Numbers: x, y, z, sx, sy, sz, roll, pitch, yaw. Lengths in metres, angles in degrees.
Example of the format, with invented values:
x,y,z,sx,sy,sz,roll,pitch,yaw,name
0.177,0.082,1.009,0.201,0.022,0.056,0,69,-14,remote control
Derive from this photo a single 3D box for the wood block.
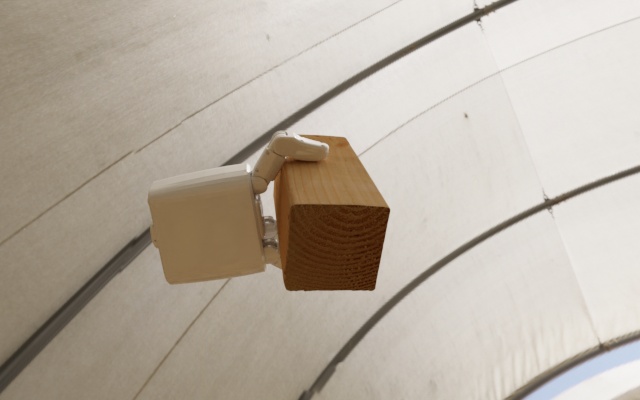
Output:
x,y,z,sx,sy,sz,roll,pitch,yaw,name
0.000,0.001,0.519,0.090,0.091,0.206,2,25,-10,wood block
